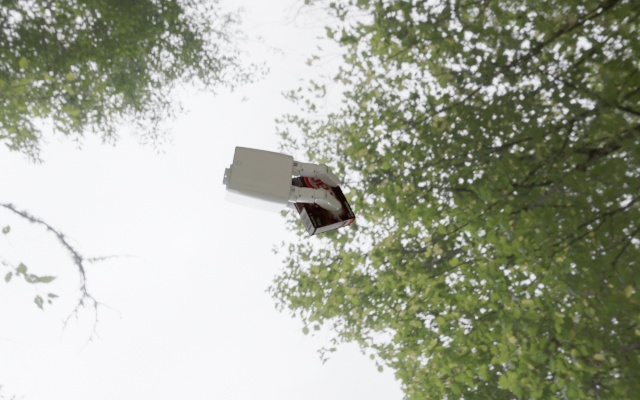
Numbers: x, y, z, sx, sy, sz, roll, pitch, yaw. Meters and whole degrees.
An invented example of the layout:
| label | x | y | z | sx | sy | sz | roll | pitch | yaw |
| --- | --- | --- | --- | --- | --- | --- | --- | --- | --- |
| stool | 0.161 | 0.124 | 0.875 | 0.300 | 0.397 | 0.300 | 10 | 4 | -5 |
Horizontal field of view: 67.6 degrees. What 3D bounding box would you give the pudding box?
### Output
| label | x | y | z | sx | sy | sz | roll | pitch | yaw |
| --- | --- | --- | --- | --- | --- | --- | --- | --- | --- |
| pudding box | 0.000 | 0.003 | 0.883 | 0.090 | 0.113 | 0.039 | -14 | -23 | -27 |
